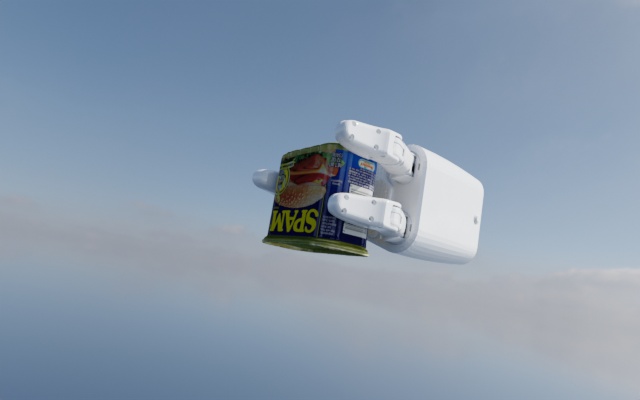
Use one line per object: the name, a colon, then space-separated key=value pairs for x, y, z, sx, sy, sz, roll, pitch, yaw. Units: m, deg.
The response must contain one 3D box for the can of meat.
can of meat: x=0.000 y=0.001 z=0.412 sx=0.057 sy=0.084 sz=0.102 roll=16 pitch=-12 yaw=-35
